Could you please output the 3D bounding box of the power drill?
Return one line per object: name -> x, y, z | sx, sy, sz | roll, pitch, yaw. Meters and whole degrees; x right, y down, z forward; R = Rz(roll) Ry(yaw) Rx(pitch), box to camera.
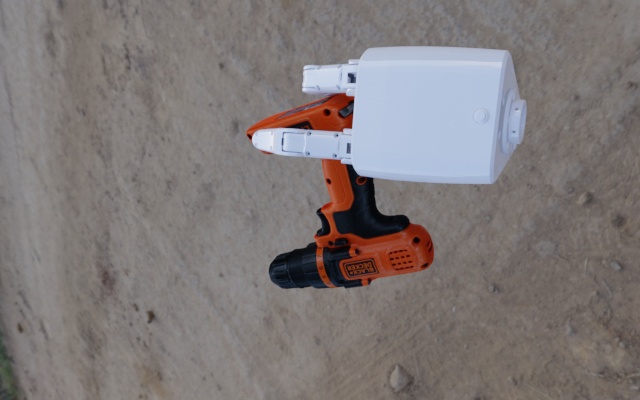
power drill -> 0.000, 0.001, 0.472 | 0.184, 0.188, 0.057 | -14, 19, 26
